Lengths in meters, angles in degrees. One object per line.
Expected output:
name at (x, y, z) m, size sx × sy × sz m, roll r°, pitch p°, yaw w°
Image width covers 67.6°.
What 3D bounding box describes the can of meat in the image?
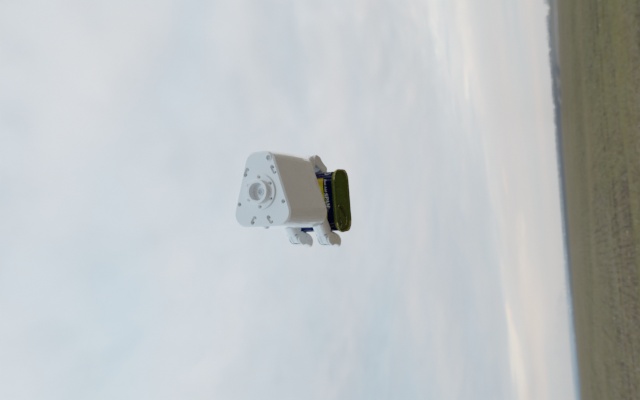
can of meat at (0.000, 0.002, 0.787) m, size 0.084 × 0.102 × 0.057 m, roll -4°, pitch 1°, yaw 26°
